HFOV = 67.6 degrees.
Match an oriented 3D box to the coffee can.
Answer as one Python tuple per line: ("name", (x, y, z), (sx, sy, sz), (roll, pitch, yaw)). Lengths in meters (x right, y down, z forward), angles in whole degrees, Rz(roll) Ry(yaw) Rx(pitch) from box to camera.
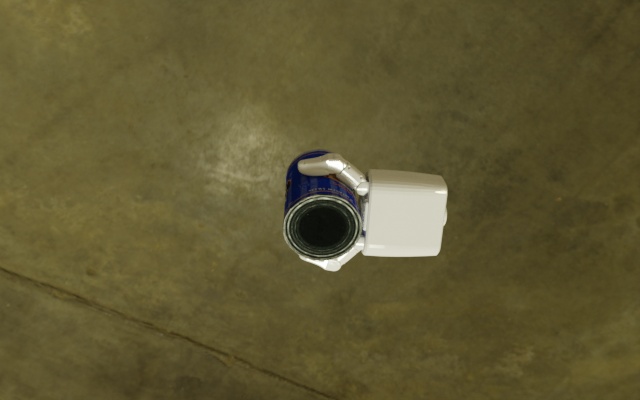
("coffee can", (0.000, 0.002, 0.672), (0.103, 0.103, 0.140), (0, 30, -2))
